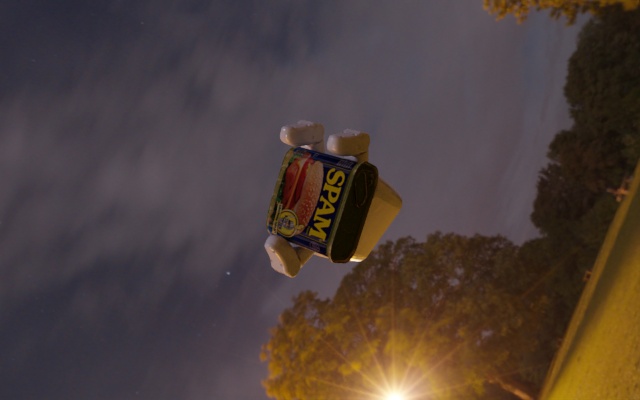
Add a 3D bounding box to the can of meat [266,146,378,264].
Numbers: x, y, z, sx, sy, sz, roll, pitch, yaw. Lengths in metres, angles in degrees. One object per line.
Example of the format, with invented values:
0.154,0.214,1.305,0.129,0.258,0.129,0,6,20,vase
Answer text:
0.000,0.002,0.483,0.084,0.102,0.057,18,2,29,can of meat
